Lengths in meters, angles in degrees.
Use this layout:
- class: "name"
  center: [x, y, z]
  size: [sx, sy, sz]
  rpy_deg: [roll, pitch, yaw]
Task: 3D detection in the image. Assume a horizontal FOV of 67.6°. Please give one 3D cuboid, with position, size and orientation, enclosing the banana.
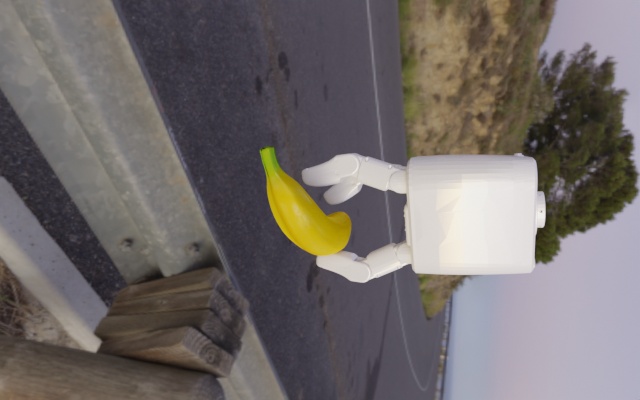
- class: "banana"
  center: [-0.002, 0.018, 0.447]
  size: [0.037, 0.069, 0.198]
  rpy_deg: [-4, -20, 19]
